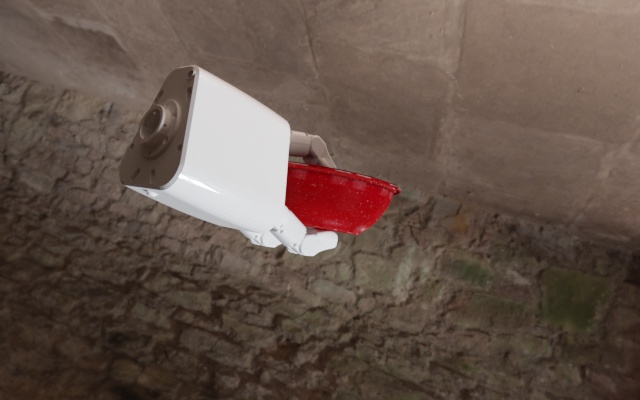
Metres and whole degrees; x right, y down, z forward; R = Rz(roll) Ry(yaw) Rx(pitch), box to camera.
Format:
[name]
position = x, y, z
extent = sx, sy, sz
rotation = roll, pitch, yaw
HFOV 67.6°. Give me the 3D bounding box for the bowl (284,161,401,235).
[bowl]
position = 0.001, 0.002, 0.503
extent = 0.162, 0.055, 0.162
rotation = 10, -4, 1
